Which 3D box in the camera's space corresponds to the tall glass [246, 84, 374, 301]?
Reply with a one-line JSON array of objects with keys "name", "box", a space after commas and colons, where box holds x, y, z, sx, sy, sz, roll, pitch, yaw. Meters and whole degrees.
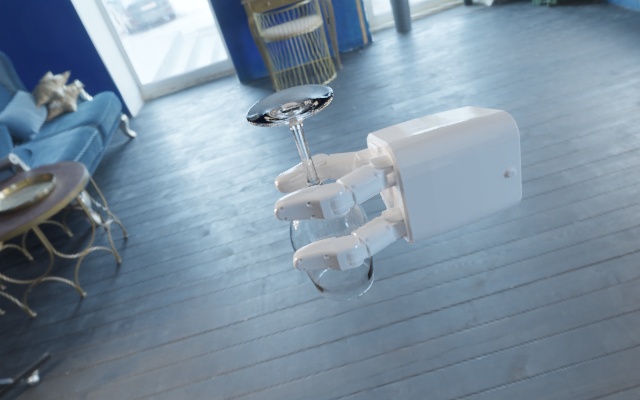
[{"name": "tall glass", "box": [0.000, 0.001, 0.441, 0.079, 0.201, 0.079, -12, 32, 8]}]
